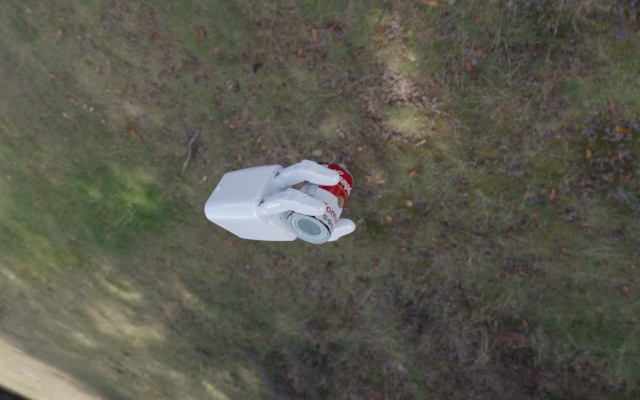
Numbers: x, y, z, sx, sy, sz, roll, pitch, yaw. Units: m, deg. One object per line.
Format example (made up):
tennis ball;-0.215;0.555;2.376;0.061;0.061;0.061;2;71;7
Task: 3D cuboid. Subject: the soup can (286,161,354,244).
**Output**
soup can;0.000;0.003;0.687;0.068;0.102;0.069;17;-36;12
